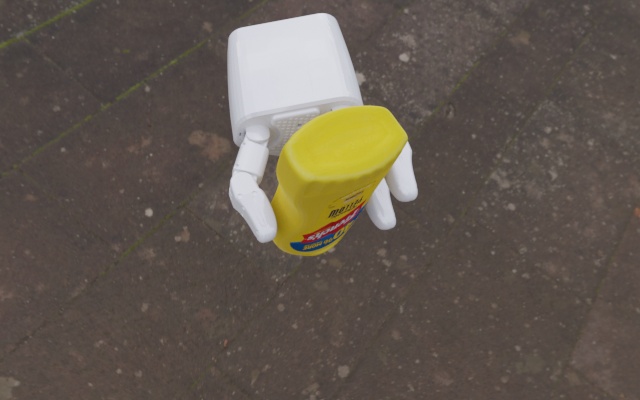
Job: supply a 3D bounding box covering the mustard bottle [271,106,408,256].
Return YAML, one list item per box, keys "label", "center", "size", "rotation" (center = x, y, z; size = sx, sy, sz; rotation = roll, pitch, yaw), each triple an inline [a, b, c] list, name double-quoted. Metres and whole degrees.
- label: "mustard bottle"
  center: [0.000, 0.002, 0.415]
  size: [0.096, 0.058, 0.192]
  rotation: [-26, -19, -25]
